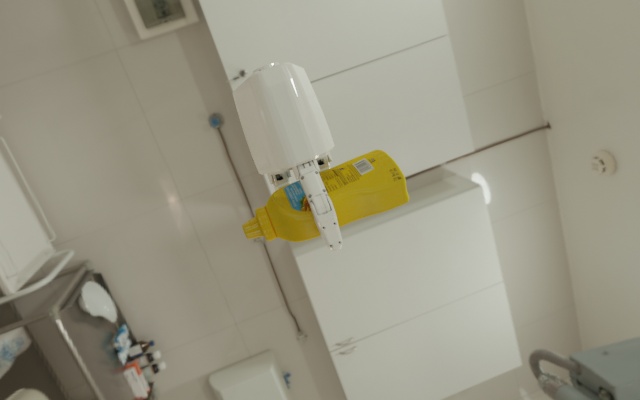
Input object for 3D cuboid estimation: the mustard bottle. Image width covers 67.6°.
[{"bbox_3d":[0.000,0.002,0.566,0.191,0.058,0.096,-21,32,-5],"label":"mustard bottle"}]
